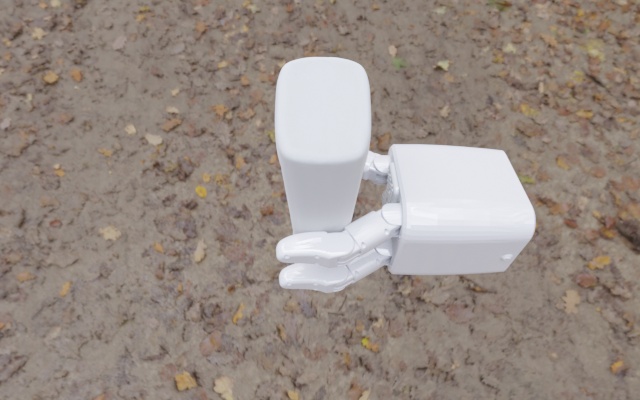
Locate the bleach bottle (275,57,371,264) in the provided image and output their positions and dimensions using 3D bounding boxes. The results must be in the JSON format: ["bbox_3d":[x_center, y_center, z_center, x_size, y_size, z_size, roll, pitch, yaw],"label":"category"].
[{"bbox_3d":[0.000,0.001,0.432,0.068,0.102,0.251,1,-32,0],"label":"bleach bottle"}]
